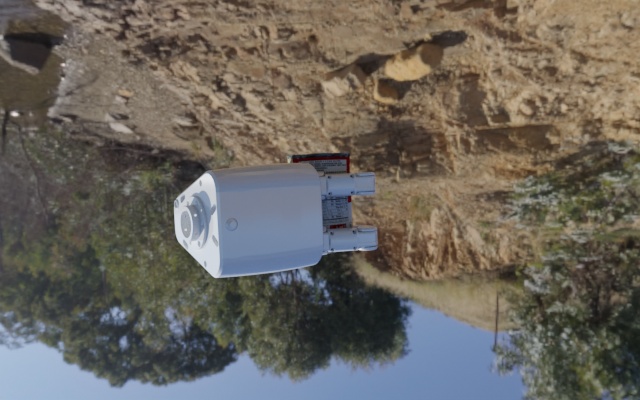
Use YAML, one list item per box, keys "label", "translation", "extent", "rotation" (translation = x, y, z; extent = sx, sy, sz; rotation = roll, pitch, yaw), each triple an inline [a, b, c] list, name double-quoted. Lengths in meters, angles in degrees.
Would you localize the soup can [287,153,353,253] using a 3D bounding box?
- label: "soup can"
  translation: [0.000, 0.002, 0.511]
  extent: [0.068, 0.102, 0.068]
  rotation: [-3, 3, 0]
